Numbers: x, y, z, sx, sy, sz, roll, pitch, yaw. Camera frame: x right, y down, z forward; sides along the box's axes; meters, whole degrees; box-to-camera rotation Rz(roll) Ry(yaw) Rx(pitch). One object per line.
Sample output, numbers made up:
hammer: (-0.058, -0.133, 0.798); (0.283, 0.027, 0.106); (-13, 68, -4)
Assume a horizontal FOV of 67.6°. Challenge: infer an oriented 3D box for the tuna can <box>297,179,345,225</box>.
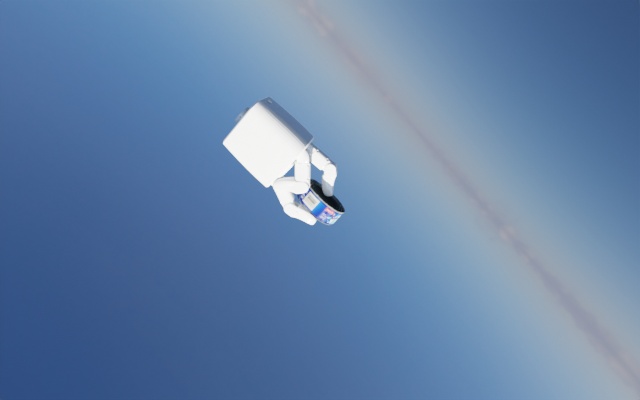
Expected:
tuna can: (0.000, 0.003, 0.839); (0.086, 0.034, 0.086); (39, 15, -13)
